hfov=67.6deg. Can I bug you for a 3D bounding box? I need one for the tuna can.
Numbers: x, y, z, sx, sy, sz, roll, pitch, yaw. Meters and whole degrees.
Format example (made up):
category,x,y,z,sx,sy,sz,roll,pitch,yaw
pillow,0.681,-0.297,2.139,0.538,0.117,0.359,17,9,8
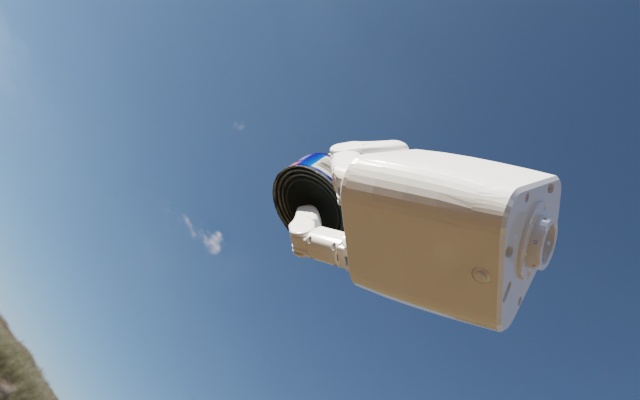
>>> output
category,x,y,z,sx,sy,sz,roll,pitch,yaw
tuna can,0.000,0.001,0.429,0.086,0.086,0.033,0,27,42
